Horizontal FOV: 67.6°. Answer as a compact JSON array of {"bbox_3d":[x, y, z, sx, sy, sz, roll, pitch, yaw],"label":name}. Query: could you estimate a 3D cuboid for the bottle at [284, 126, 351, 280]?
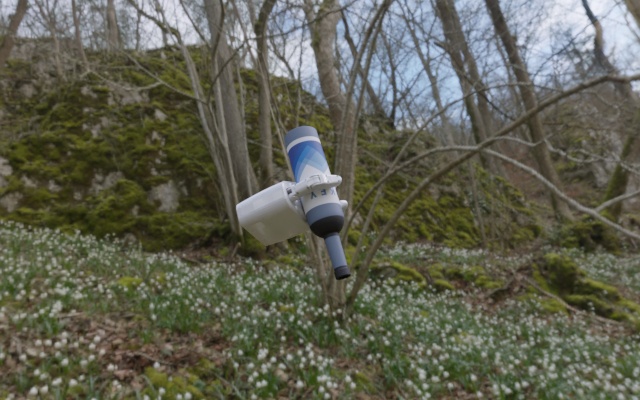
[{"bbox_3d":[0.000,0.003,0.879,0.069,0.295,0.069,-14,-23,-6],"label":"bottle"}]
